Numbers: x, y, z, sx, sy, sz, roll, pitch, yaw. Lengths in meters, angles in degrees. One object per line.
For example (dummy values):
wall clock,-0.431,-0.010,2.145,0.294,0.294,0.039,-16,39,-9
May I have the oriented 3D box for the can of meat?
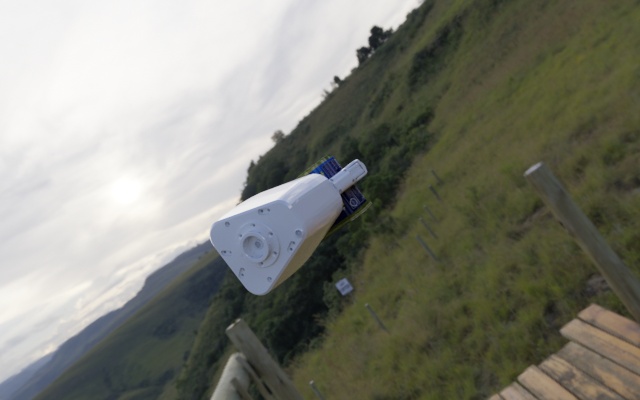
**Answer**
can of meat,0.000,0.002,0.618,0.102,0.084,0.057,-37,0,29
